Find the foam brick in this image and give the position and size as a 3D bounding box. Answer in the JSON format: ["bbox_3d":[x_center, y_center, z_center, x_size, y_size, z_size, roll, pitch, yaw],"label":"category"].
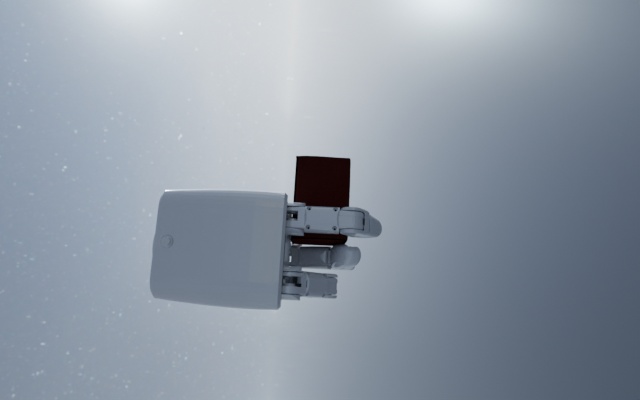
[{"bbox_3d":[0.000,0.001,0.448,0.051,0.078,0.053,3,-11,0],"label":"foam brick"}]
